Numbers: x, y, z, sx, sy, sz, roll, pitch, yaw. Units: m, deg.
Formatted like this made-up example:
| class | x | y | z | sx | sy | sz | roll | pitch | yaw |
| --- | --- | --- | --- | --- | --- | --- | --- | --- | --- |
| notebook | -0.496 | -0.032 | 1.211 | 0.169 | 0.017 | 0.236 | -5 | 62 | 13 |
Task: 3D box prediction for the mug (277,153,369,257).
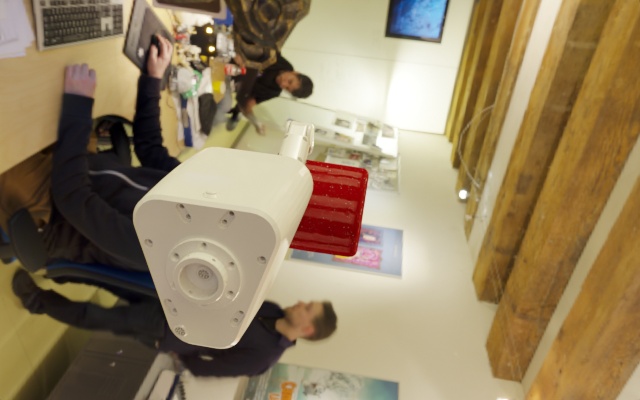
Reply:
| class | x | y | z | sx | sy | sz | roll | pitch | yaw |
| --- | --- | --- | --- | --- | --- | --- | --- | --- | --- |
| mug | 0.000 | 0.001 | 0.446 | 0.081 | 0.093 | 0.117 | 9 | 23 | 6 |
